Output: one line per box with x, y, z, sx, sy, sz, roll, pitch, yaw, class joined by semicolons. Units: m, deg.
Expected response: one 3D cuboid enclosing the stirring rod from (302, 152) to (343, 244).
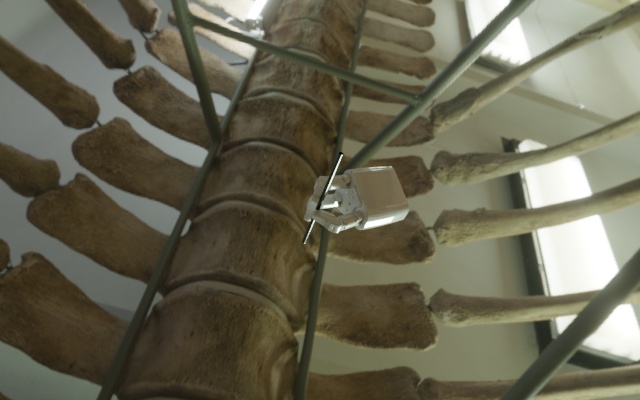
0.000;0.003;0.861;0.011;0.011;0.240;0;-41;-22;stirring rod
